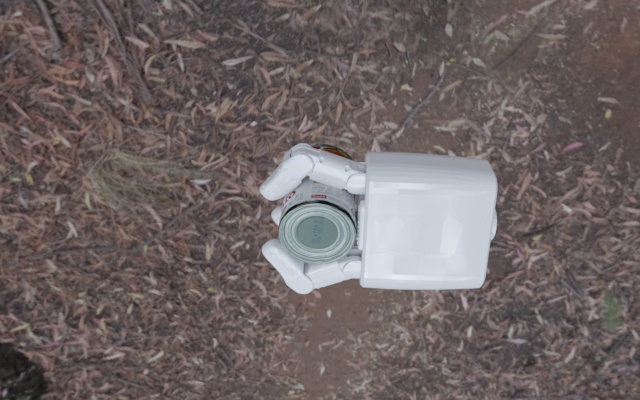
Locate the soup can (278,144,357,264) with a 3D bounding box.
[{"bbox_3d":[0.000,0.001,0.438,0.068,0.068,0.102,0,34,4],"label":"soup can"}]
